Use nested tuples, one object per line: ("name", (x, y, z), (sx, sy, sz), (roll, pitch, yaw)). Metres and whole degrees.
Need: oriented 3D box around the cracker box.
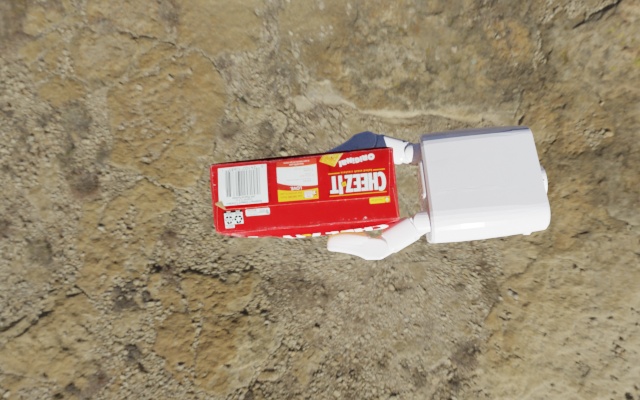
("cracker box", (0.000, 0.001, 0.509), (0.164, 0.072, 0.214), (-5, -6, 8))
